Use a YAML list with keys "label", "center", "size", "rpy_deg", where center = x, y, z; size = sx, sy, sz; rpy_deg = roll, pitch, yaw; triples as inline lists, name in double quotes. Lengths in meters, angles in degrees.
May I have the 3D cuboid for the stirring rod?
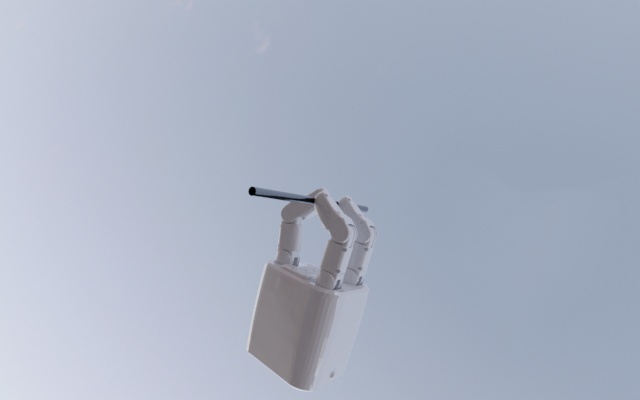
- label: "stirring rod"
  center: [0.000, 0.002, 0.505]
  size: [0.011, 0.011, 0.239]
  rpy_deg: [0, -5, 29]
